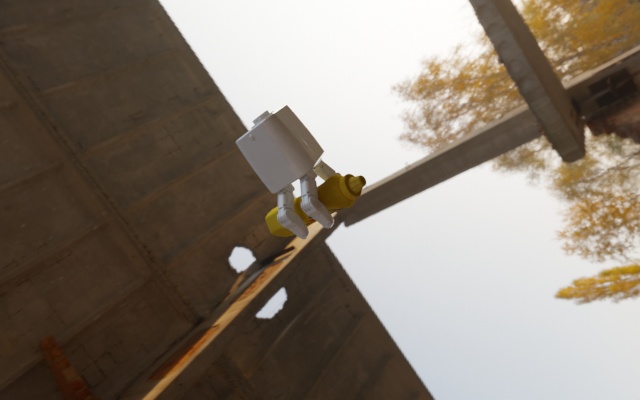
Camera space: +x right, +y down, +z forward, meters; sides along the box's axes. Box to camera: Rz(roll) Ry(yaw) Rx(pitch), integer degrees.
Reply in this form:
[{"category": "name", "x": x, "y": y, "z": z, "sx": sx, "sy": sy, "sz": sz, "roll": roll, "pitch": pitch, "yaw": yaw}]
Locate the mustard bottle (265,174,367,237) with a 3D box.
[{"category": "mustard bottle", "x": 0.000, "y": 0.003, "z": 0.800, "sx": 0.192, "sy": 0.058, "sz": 0.096, "roll": -28, "pitch": -10, "yaw": 39}]
